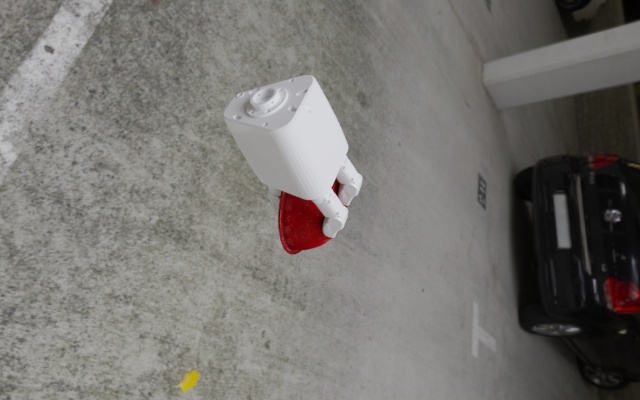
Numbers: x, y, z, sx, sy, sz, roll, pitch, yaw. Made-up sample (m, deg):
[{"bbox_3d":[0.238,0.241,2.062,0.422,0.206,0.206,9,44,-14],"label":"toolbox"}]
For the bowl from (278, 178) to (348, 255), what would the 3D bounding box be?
[{"bbox_3d":[0.001,0.003,0.669,0.055,0.162,0.162,11,4,19],"label":"bowl"}]
